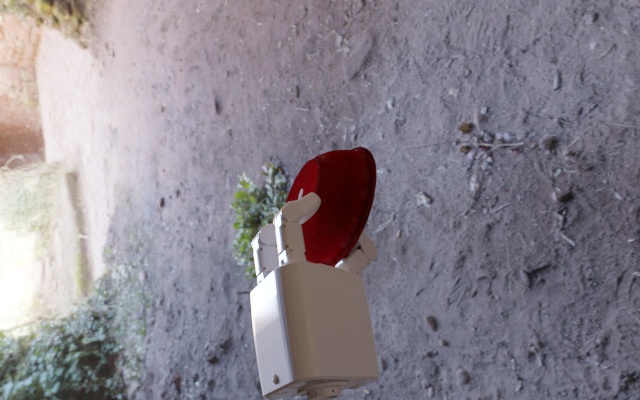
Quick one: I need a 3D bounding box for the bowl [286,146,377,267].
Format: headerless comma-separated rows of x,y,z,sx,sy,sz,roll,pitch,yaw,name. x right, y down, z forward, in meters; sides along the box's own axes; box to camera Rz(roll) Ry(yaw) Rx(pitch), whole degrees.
0.000,0.001,0.573,0.055,0.162,0.162,21,-8,-21,bowl
